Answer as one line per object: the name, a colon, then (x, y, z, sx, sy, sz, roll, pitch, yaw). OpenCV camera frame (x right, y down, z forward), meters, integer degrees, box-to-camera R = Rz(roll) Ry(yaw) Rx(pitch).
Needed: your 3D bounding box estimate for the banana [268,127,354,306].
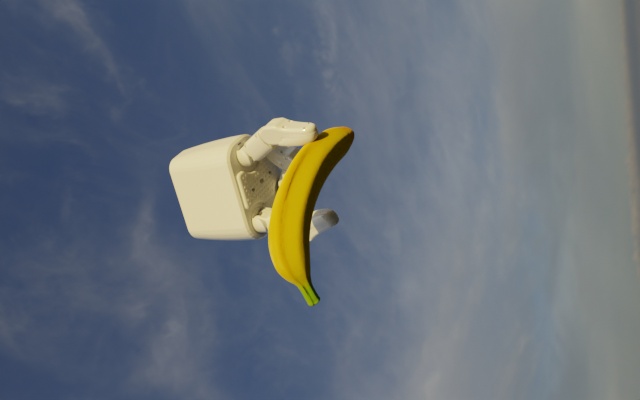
banana: (-0.011, -0.005, 0.458, 0.037, 0.197, 0.070, -5, -33, 35)
